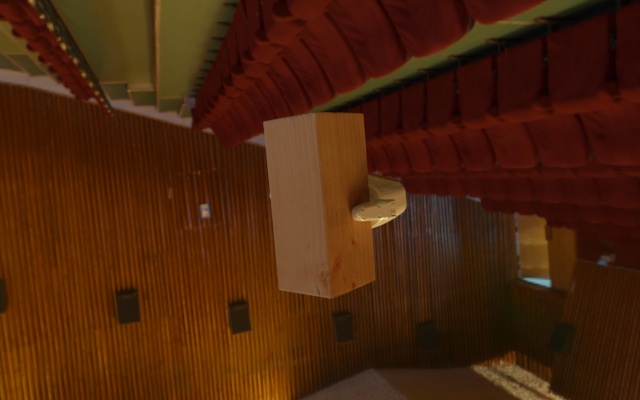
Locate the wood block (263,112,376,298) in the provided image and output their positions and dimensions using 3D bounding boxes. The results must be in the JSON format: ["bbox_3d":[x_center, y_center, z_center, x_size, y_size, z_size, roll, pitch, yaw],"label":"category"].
[{"bbox_3d":[0.001,0.002,0.580,0.091,0.206,0.090,-1,6,42],"label":"wood block"}]
